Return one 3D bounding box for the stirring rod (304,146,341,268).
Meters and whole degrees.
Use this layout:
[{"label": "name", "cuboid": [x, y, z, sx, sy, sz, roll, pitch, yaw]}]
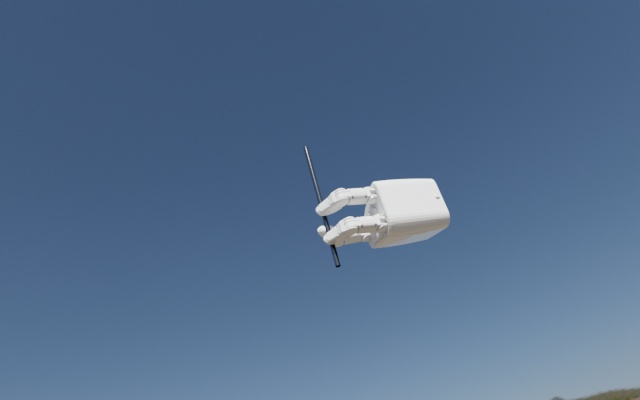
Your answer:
[{"label": "stirring rod", "cuboid": [0.000, 0.003, 0.787, 0.011, 0.239, 0.011, -11, -34, -7]}]
